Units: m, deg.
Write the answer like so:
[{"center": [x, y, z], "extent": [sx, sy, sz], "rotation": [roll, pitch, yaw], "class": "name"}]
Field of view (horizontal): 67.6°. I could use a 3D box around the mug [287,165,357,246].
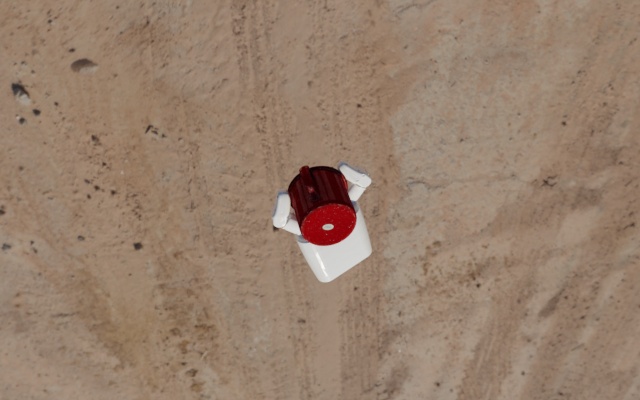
[{"center": [0.000, 0.001, 0.674], "extent": [0.093, 0.117, 0.081], "rotation": [-22, 39, 3], "class": "mug"}]
